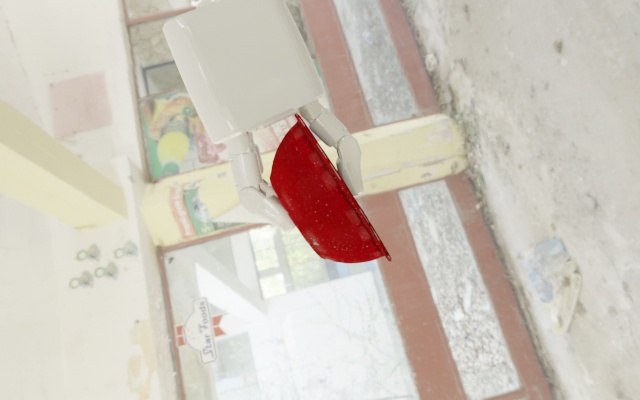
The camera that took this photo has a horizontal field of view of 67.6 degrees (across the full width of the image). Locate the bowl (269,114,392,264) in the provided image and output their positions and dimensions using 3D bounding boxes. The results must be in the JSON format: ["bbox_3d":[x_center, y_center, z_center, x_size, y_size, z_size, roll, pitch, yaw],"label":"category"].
[{"bbox_3d":[0.000,0.003,0.445,0.055,0.162,0.162,-33,-1,2],"label":"bowl"}]
